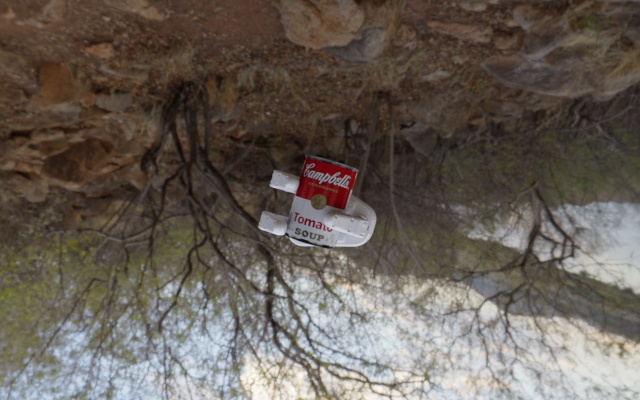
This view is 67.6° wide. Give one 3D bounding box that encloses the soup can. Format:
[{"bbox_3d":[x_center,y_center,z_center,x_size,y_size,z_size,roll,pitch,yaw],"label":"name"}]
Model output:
[{"bbox_3d":[0.000,0.002,0.587,0.068,0.102,0.068,17,1,0],"label":"soup can"}]
